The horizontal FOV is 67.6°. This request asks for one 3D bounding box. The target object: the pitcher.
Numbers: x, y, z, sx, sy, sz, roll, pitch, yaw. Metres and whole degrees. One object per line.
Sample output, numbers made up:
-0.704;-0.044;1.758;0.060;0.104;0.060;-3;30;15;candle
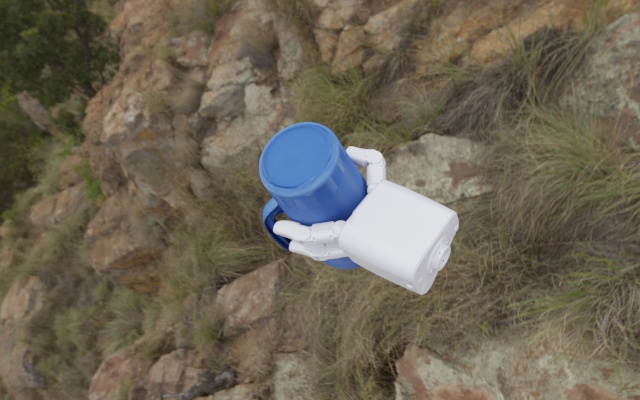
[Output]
0.000;0.002;0.681;0.145;0.149;0.243;26;-15;30;pitcher
